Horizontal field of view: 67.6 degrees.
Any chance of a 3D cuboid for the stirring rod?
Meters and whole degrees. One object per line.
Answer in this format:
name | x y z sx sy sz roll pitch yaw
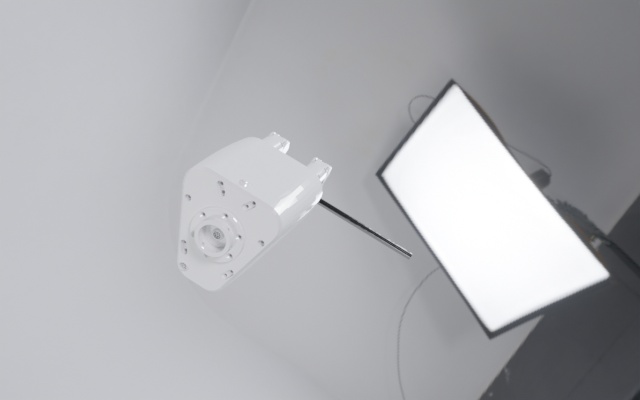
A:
stirring rod | 0.000 0.002 0.553 0.239 0.011 0.011 31 3 5
